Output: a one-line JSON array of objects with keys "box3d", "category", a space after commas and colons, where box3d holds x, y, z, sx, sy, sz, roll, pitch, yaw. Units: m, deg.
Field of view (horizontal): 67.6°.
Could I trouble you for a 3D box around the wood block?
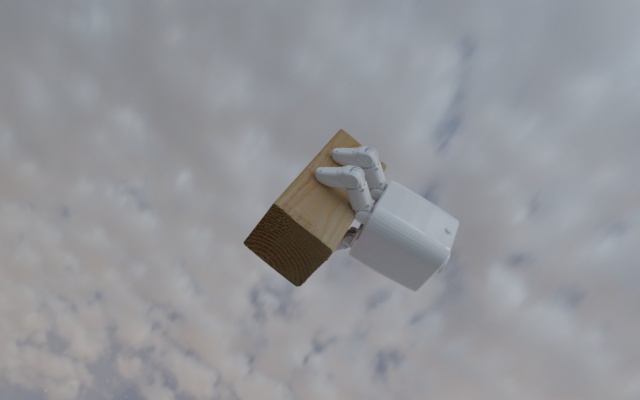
[{"box3d": [0.000, 0.002, 0.634, 0.091, 0.090, 0.206, -50, 2, 40], "category": "wood block"}]
